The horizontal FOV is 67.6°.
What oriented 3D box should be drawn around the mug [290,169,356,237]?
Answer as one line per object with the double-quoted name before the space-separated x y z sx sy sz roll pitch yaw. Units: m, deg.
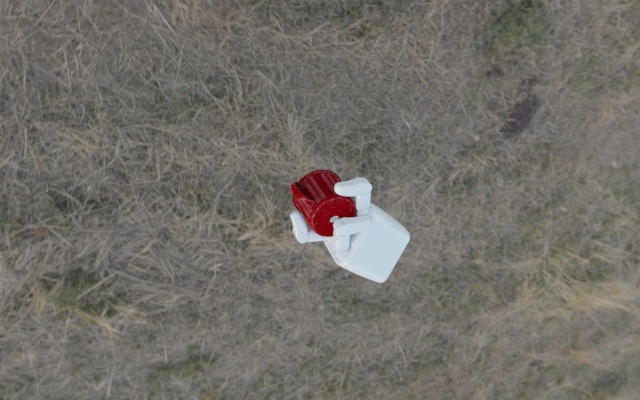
"mug" -0.001 0.002 0.793 0.117 0.093 0.081 29 17 -36
